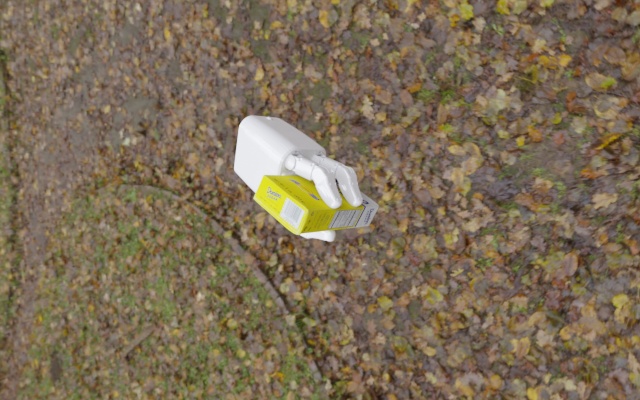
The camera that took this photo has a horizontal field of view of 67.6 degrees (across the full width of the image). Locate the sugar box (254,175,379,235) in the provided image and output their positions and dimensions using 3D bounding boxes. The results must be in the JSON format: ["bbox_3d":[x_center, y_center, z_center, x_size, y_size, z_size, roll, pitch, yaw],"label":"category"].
[{"bbox_3d":[0.000,0.002,0.690,0.093,0.048,0.176,38,26,29],"label":"sugar box"}]
